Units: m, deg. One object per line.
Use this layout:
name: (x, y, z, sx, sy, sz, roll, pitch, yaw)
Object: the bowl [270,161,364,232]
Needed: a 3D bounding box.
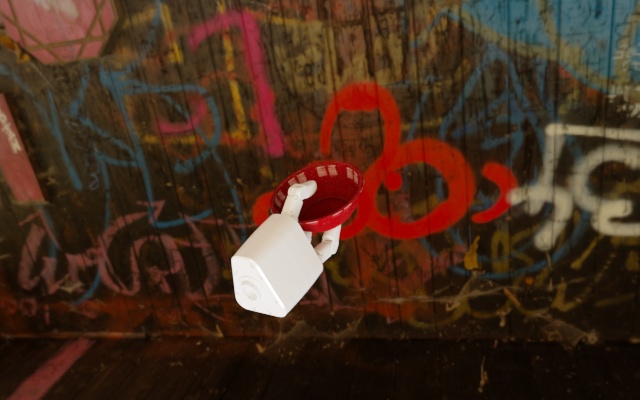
bowl: (0.001, 0.002, 0.798, 0.162, 0.055, 0.162, -14, 36, 11)
